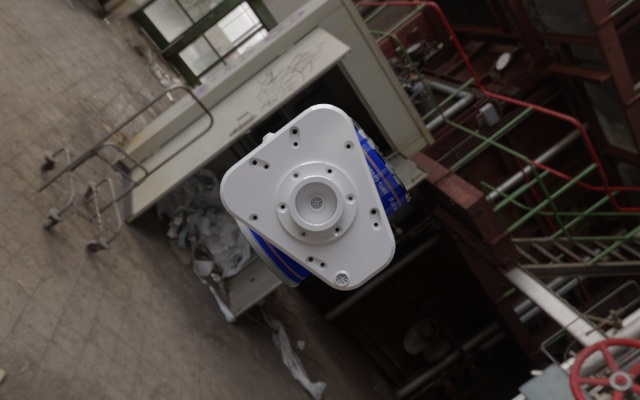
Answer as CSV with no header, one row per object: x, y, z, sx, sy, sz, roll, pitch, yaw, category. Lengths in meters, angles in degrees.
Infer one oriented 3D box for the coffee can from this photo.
0.000,0.002,0.464,0.140,0.103,0.103,-37,-2,3,coffee can
